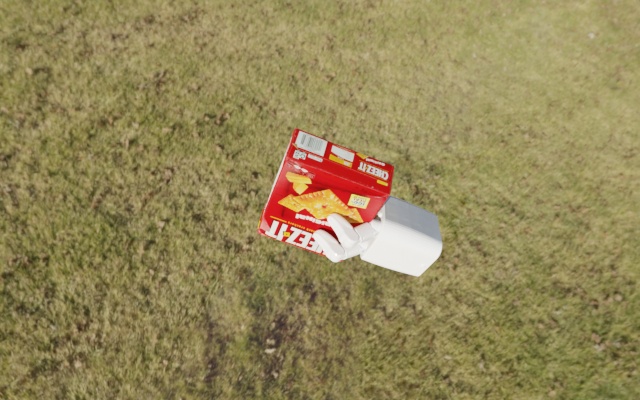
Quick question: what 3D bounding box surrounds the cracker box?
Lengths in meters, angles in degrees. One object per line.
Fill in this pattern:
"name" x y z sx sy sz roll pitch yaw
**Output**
"cracker box" 0.000 0.002 0.777 0.164 0.072 0.214 20 -40 -7
